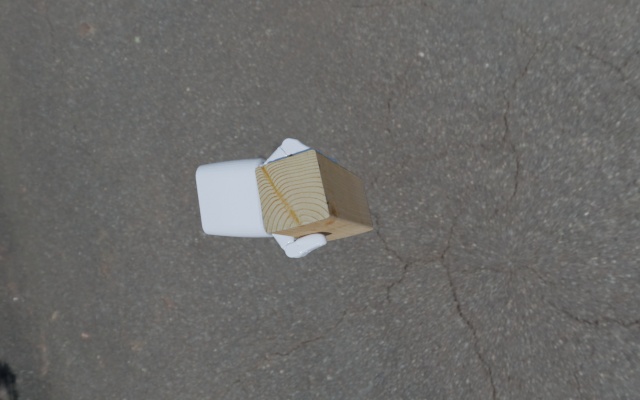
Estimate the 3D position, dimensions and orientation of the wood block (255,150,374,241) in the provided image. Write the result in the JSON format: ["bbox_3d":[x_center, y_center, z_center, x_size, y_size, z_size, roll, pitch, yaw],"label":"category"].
[{"bbox_3d":[0.000,0.003,0.689,0.090,0.091,0.206,-15,-12,19],"label":"wood block"}]
